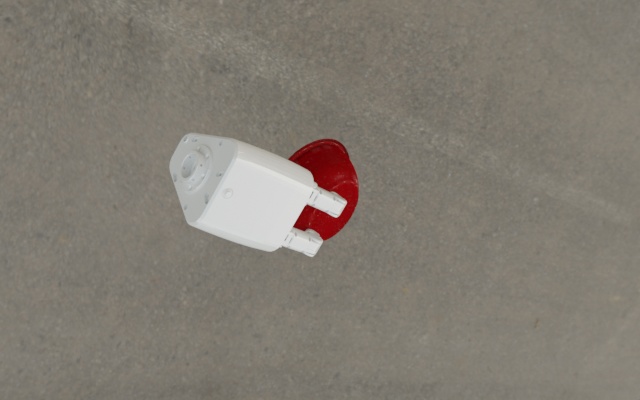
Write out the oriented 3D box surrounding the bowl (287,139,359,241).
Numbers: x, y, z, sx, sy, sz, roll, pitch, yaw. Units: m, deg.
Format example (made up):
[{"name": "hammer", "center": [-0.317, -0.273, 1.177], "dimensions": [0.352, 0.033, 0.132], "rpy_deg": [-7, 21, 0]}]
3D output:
[{"name": "bowl", "center": [0.001, 0.002, 0.635], "dimensions": [0.055, 0.162, 0.162], "rpy_deg": [36, 21, 32]}]
